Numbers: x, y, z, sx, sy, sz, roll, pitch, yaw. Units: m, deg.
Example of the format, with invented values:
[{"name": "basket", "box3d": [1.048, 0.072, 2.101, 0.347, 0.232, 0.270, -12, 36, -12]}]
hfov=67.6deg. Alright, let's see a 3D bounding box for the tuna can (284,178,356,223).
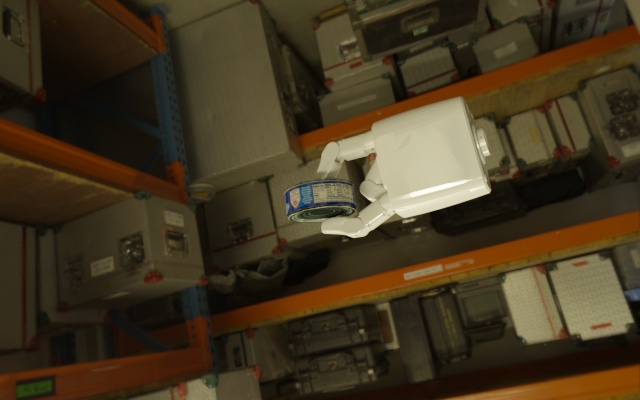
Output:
[{"name": "tuna can", "box3d": [0.000, 0.002, 0.579, 0.086, 0.033, 0.086, -6, -14, -2]}]
